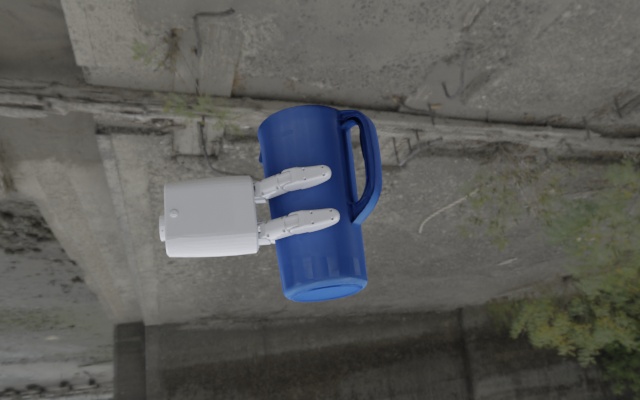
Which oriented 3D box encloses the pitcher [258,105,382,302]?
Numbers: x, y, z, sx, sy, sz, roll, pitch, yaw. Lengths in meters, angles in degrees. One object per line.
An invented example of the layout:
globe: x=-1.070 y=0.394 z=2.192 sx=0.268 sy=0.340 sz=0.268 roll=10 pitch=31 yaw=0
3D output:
pitcher: x=0.000 y=0.002 z=0.633 sx=0.145 sy=0.242 sz=0.149 roll=-3 pitch=-21 yaw=-13
